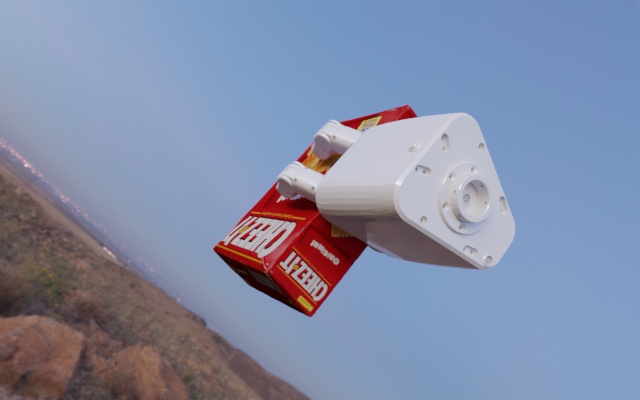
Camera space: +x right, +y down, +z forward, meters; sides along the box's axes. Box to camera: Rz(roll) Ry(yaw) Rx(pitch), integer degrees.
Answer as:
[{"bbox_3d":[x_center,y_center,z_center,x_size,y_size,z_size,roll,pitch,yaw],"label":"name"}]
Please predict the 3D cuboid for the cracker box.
[{"bbox_3d":[0.000,0.002,0.505,0.072,0.213,0.164,49,-20,-20],"label":"cracker box"}]
